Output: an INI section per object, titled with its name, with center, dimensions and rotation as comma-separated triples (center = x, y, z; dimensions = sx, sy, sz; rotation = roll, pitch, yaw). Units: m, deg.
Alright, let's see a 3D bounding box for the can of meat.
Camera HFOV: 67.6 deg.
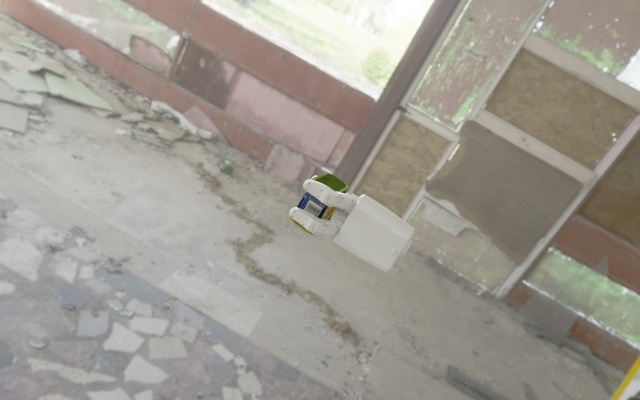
[can of meat]
center = 0.000, 0.002, 0.841
dimensions = 0.057, 0.084, 0.102
rotation = 34, 21, 10
